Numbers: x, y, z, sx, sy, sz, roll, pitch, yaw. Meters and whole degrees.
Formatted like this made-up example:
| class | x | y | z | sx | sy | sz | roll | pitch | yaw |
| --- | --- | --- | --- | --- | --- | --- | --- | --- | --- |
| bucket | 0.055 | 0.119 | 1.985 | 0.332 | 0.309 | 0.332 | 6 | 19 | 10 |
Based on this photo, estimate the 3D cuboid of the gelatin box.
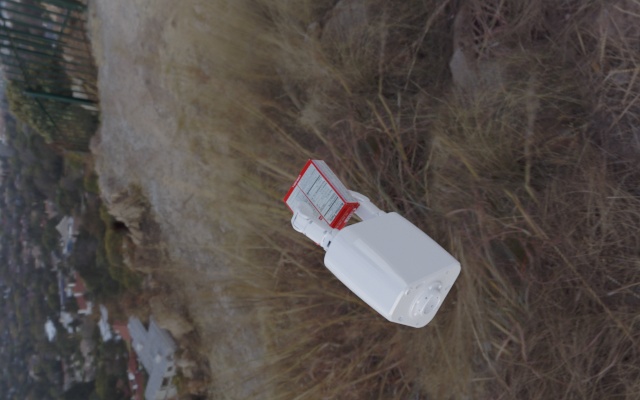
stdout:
| class | x | y | z | sx | sy | sz | roll | pitch | yaw |
| --- | --- | --- | --- | --- | --- | --- | --- | --- | --- |
| gelatin box | 0.000 | 0.002 | 0.615 | 0.030 | 0.073 | 0.089 | -2 | 44 | -48 |
